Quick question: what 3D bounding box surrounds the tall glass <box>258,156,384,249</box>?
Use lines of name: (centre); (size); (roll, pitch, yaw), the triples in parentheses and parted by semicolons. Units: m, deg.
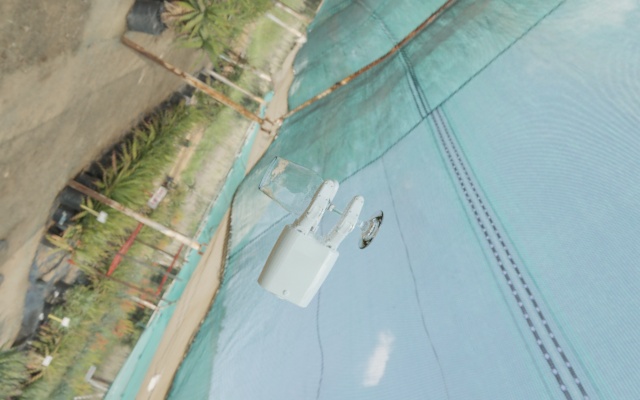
tall glass: (0.001, 0.003, 0.782); (0.201, 0.079, 0.079); (29, -7, -12)
